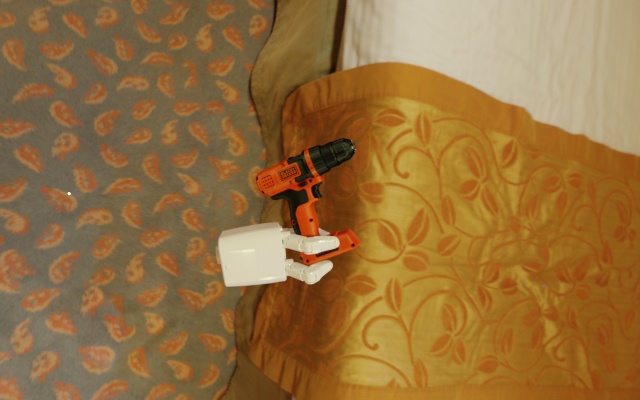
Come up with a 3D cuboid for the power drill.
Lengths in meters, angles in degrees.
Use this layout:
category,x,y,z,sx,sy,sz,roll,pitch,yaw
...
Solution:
category,x,y,z,sx,sy,sz,roll,pitch,yaw
power drill,0.000,0.003,0.824,0.184,0.187,0.057,-22,0,15
